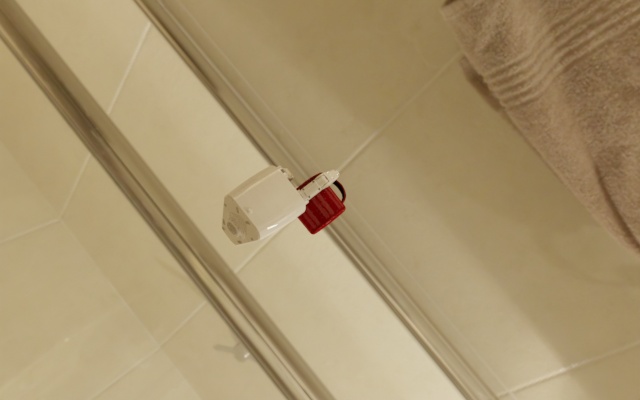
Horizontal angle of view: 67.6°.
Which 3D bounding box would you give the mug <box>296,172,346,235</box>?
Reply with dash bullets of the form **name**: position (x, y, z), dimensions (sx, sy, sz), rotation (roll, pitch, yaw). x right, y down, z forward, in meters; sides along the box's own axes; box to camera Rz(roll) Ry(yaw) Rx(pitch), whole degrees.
- **mug**: position (0.001, 0.002, 0.884), dimensions (0.117, 0.081, 0.093), rotation (-35, -7, -34)
